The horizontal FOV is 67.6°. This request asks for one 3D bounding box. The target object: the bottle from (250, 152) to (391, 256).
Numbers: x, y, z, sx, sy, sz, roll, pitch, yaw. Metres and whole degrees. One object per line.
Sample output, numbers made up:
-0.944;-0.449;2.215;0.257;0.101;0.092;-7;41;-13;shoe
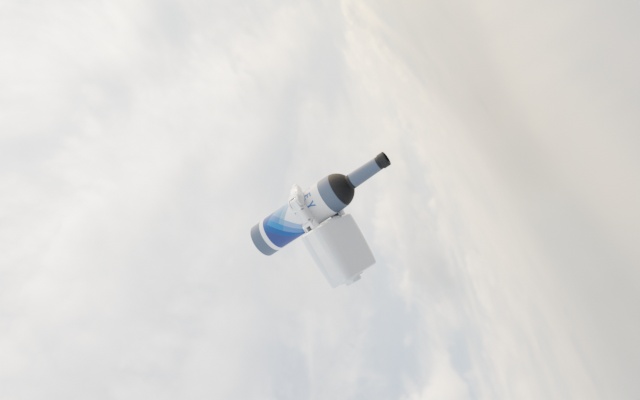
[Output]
0.000;0.003;0.875;0.296;0.069;0.069;-34;-14;22;bottle
